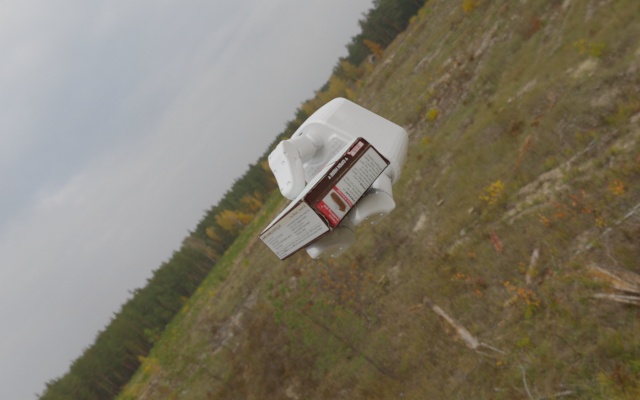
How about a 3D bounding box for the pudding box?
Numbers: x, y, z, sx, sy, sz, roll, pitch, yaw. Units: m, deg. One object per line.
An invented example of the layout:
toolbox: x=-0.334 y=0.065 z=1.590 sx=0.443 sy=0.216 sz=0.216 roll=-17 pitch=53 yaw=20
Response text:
pudding box: x=0.000 y=0.001 z=0.428 sx=0.090 sy=0.039 sz=0.113 roll=-49 pitch=4 yaw=-31
